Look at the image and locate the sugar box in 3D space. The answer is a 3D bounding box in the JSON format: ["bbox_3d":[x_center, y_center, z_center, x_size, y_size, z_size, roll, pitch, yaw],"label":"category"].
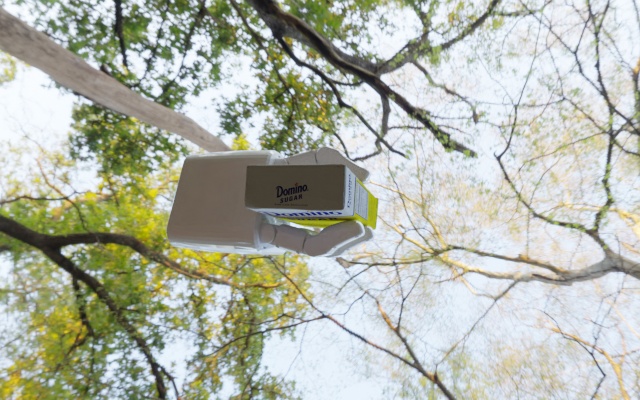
[{"bbox_3d":[0.000,0.002,0.488,0.093,0.048,0.176,1,-6,16],"label":"sugar box"}]
